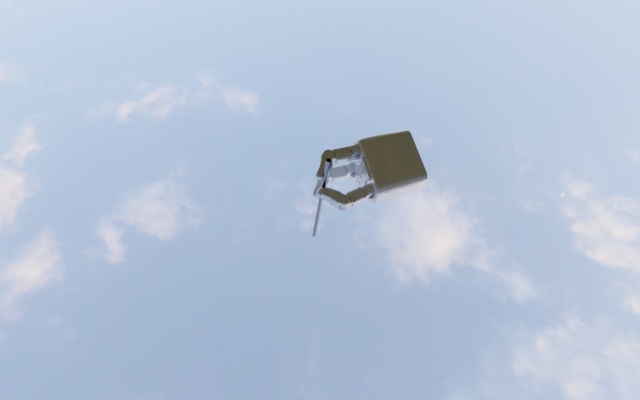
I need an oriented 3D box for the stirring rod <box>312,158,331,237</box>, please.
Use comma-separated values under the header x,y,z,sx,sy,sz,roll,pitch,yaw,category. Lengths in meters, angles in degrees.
x,y,z,sx,sy,sz,roll,pitch,yaw,category
0.000,0.003,0.861,0.011,0.011,0.240,0,-34,-7,stirring rod
